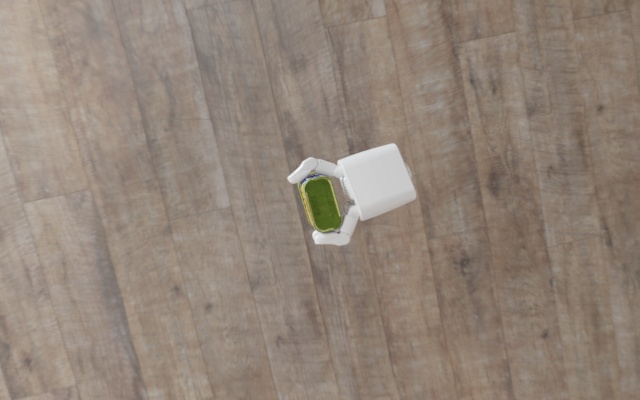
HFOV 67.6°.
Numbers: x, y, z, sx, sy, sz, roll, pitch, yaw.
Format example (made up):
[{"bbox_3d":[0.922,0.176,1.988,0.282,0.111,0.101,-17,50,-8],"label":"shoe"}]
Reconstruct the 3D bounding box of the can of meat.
[{"bbox_3d":[0.000,0.003,0.844,0.057,0.102,0.084,-17,8,-5],"label":"can of meat"}]
